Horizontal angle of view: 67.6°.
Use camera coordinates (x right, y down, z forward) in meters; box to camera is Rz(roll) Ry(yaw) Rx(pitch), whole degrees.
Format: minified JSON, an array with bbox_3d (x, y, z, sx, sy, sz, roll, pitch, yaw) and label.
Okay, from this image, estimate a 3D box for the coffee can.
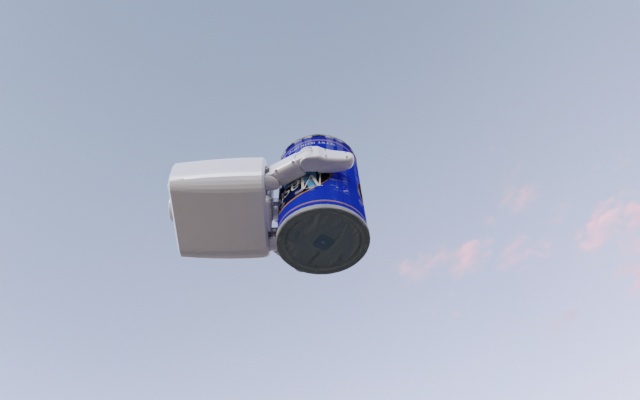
[{"bbox_3d":[0.000,0.002,0.570,0.103,0.103,0.140,0,40,-3],"label":"coffee can"}]
